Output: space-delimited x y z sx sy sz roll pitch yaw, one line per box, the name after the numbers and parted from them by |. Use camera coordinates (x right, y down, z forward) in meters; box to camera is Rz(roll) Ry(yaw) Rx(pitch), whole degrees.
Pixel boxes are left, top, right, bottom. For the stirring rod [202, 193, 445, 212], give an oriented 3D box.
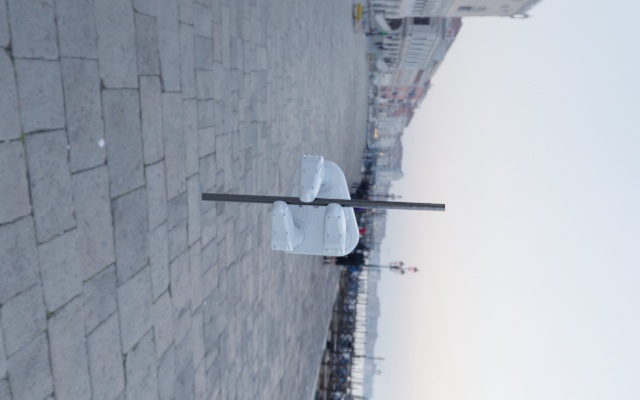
0.000 0.001 0.472 0.239 0.011 0.011 3 0 6 | stirring rod
